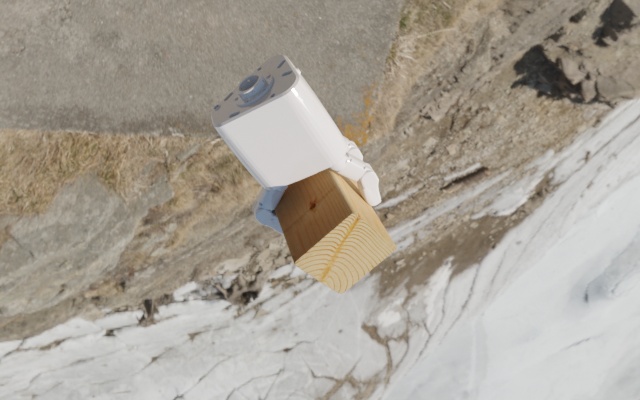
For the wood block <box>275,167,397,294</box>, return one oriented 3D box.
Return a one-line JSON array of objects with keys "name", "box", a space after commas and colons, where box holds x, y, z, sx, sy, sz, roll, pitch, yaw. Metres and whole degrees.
[{"name": "wood block", "box": [0.000, 0.002, 0.605, 0.090, 0.091, 0.206, 38, 16, -37]}]
